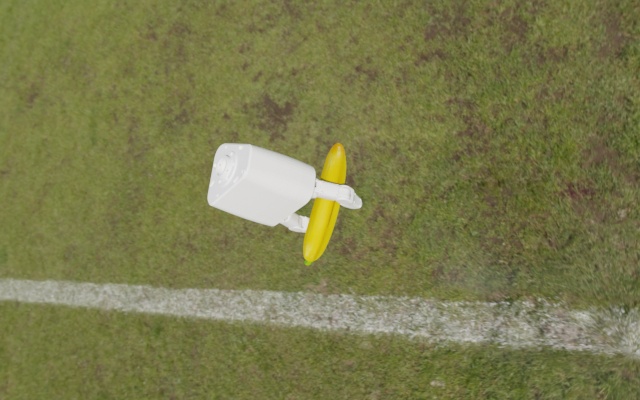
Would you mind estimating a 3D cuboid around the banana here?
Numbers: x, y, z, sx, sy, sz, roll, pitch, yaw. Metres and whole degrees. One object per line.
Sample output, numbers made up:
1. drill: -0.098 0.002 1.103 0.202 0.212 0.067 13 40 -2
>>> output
1. banana: 0.005 0.008 0.717 0.037 0.198 0.069 16 3 -18
